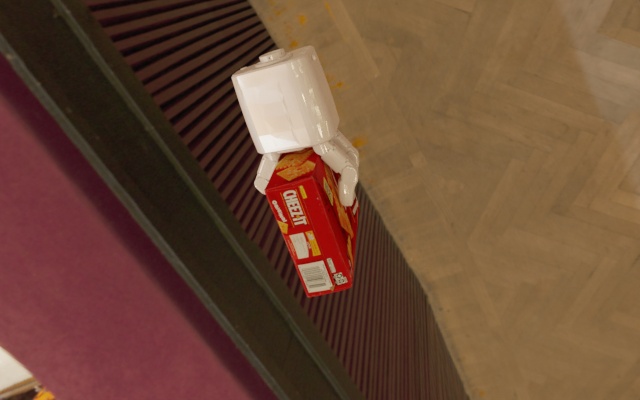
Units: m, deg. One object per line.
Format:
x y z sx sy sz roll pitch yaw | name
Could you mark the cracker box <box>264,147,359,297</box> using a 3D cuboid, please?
0.000 0.002 0.670 0.072 0.164 0.213 -14 24 14 | cracker box
